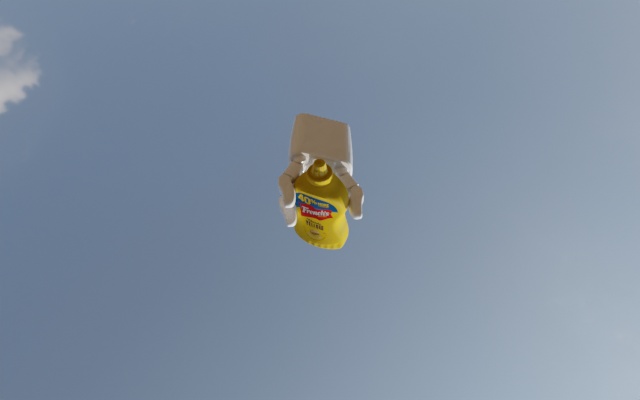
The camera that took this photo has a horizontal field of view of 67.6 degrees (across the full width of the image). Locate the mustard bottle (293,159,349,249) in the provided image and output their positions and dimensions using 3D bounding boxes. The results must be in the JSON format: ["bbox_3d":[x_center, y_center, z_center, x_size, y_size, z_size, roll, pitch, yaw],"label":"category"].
[{"bbox_3d":[0.000,0.003,0.795,0.096,0.058,0.192,20,-36,17],"label":"mustard bottle"}]
